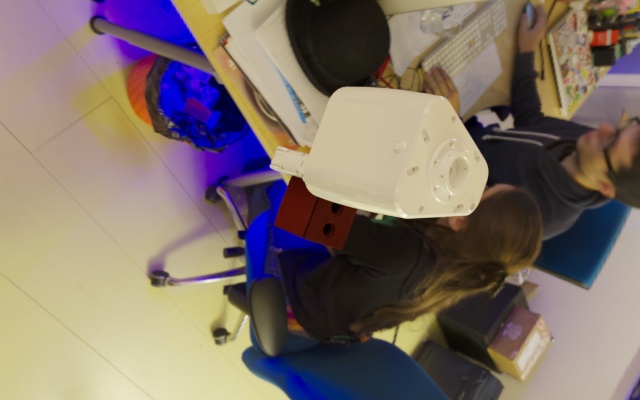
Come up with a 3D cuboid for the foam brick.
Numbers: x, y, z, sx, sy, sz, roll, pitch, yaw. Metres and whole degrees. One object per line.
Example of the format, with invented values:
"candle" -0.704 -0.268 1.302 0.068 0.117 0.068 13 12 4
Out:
"foam brick" 0.000 0.002 0.461 0.053 0.078 0.051 21 -2 -42
